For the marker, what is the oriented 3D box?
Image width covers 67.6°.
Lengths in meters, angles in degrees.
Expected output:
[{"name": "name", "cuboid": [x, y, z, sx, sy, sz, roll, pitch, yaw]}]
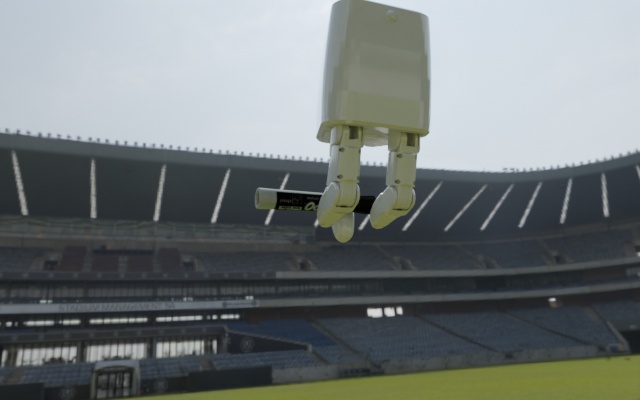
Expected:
[{"name": "marker", "cuboid": [0.000, 0.002, 0.443, 0.121, 0.020, 0.020, 4, -1, -22]}]
